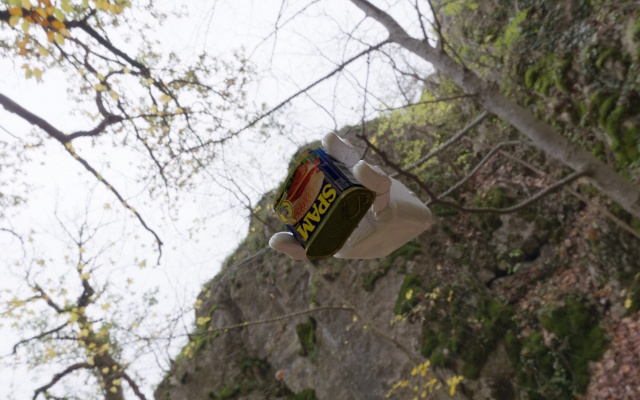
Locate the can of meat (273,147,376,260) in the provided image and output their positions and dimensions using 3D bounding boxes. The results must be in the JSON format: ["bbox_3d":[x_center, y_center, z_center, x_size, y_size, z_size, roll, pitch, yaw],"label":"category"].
[{"bbox_3d":[0.000,0.002,0.545,0.057,0.102,0.084,7,34,-48],"label":"can of meat"}]
